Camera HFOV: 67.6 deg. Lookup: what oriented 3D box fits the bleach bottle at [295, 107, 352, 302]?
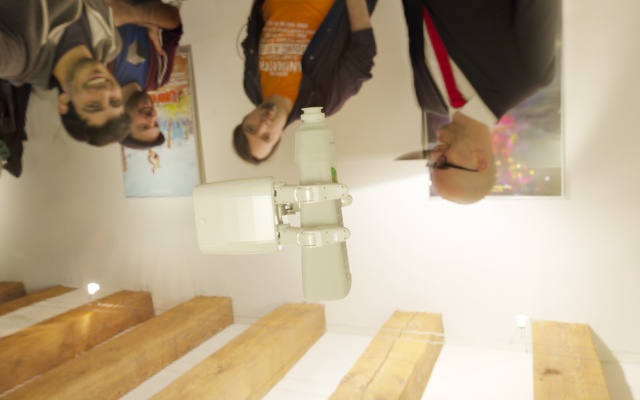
[{"bbox_3d":[0.000,0.002,0.648,0.068,0.251,0.102,-4,8,6],"label":"bleach bottle"}]
